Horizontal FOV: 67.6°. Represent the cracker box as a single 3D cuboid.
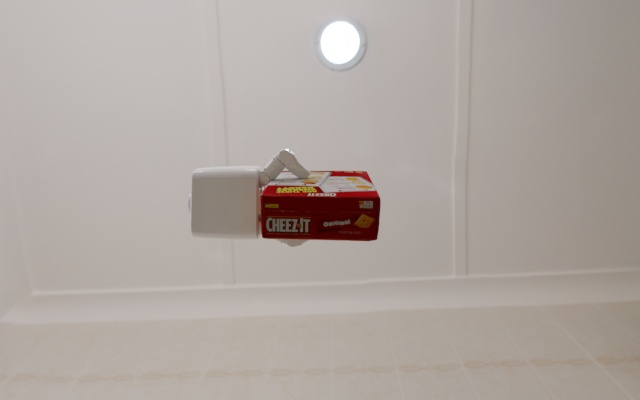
[{"bbox_3d":[0.000,0.002,0.750,0.164,0.072,0.213,0,13,1],"label":"cracker box"}]
